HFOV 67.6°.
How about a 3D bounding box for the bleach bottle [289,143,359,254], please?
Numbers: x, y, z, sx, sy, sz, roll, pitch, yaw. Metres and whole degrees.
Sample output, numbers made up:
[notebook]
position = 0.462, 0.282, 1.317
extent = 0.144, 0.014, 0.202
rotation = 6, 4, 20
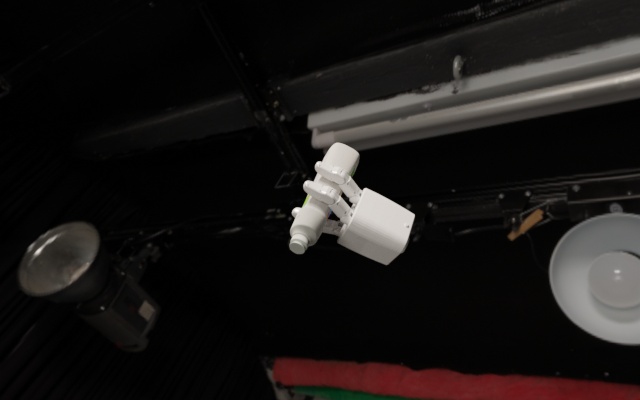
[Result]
[bleach bottle]
position = 0.000, 0.003, 0.886
extent = 0.068, 0.250, 0.103
rotation = 27, -42, 0
